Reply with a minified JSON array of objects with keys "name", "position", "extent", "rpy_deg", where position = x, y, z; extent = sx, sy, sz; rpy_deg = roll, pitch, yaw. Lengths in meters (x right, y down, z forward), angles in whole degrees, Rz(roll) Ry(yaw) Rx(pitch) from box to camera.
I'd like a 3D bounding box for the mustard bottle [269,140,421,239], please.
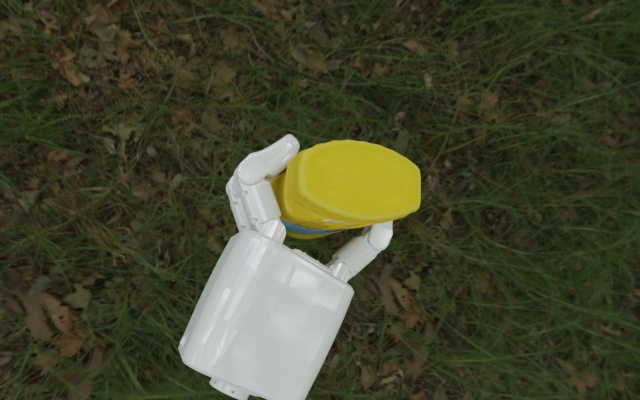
[{"name":"mustard bottle","position":[0.000,0.001,0.416],"extent":[0.096,0.058,0.191],"rpy_deg":[5,-11,-18]}]
